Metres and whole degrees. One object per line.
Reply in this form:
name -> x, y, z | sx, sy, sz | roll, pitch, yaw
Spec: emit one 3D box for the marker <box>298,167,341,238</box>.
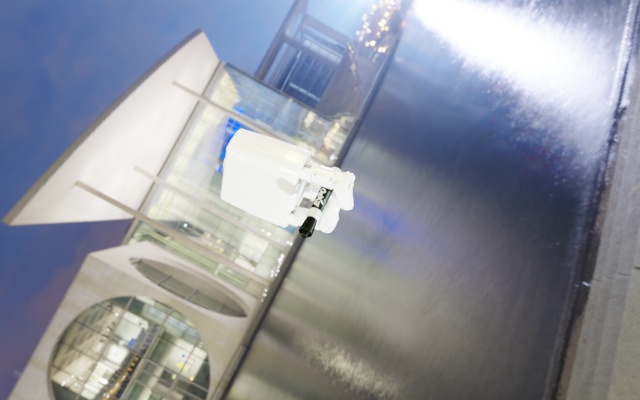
marker -> 0.000, 0.002, 0.636 | 0.020, 0.121, 0.020 | 16, -38, 13
